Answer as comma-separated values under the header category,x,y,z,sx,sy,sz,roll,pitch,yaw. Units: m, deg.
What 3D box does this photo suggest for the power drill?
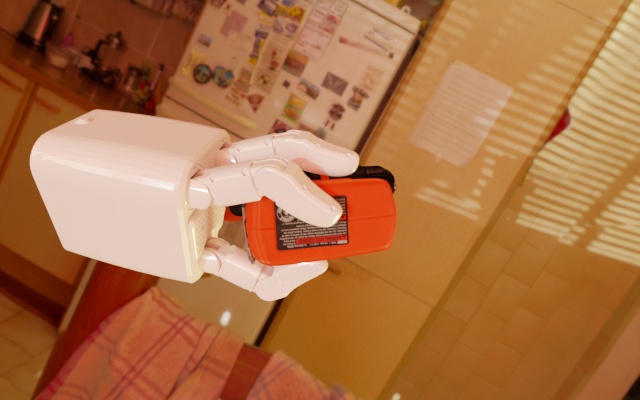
category,x,y,z,sx,sy,sz,roll,pitch,yaw
power drill,0.000,0.001,0.415,0.184,0.057,0.187,-7,8,-10
